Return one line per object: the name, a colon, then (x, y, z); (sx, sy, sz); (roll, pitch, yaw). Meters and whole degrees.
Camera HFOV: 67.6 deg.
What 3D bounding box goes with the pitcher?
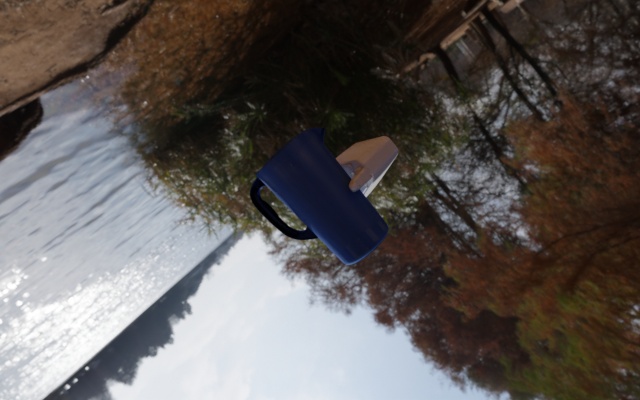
pitcher: (0.000, 0.003, 0.867); (0.145, 0.243, 0.149); (-45, 6, -38)
